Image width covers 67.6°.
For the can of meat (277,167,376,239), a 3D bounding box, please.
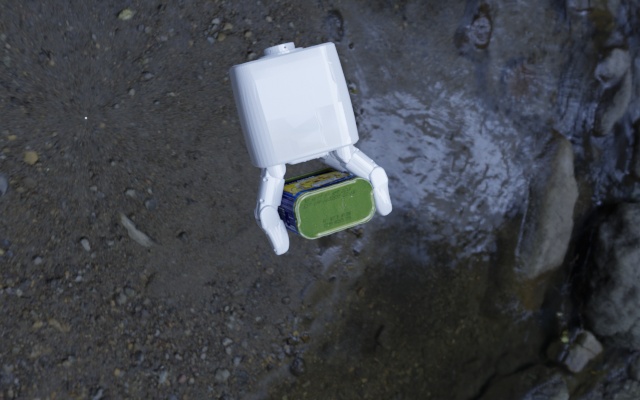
[{"bbox_3d":[0.000,0.002,0.542,0.102,0.057,0.084,-17,15,-23],"label":"can of meat"}]
